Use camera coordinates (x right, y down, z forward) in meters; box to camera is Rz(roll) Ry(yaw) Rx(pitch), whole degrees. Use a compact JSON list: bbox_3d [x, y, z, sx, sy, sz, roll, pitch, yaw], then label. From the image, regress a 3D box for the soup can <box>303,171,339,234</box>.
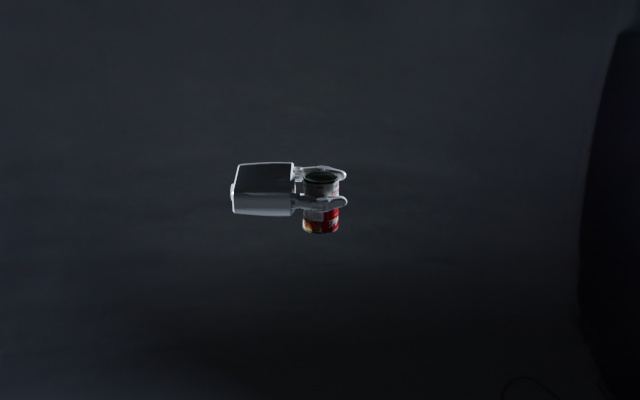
[{"bbox_3d":[0.001,0.003,0.896,0.068,0.102,0.068,0,22,0],"label":"soup can"}]
